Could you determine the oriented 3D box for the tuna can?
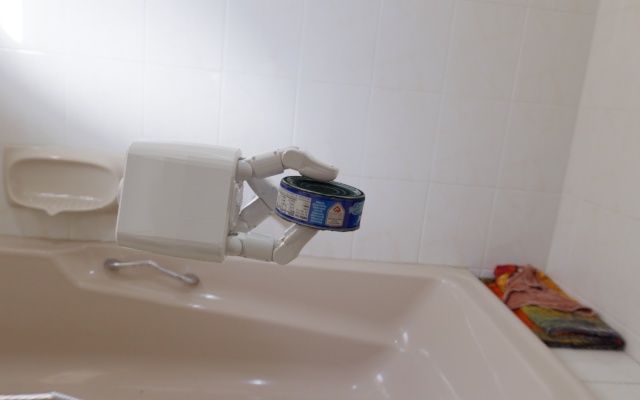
[{"bbox_3d":[0.000,0.001,0.467,0.086,0.034,0.086,11,12,-2],"label":"tuna can"}]
